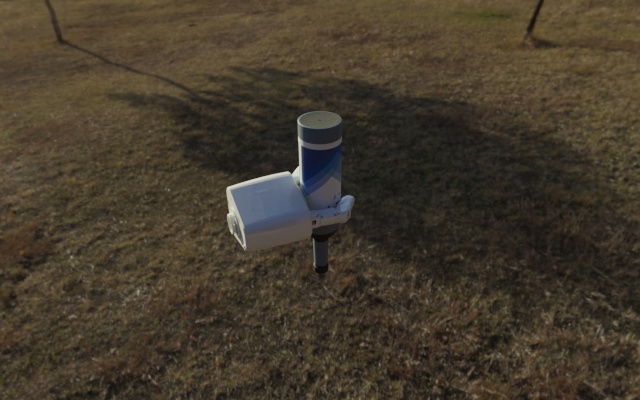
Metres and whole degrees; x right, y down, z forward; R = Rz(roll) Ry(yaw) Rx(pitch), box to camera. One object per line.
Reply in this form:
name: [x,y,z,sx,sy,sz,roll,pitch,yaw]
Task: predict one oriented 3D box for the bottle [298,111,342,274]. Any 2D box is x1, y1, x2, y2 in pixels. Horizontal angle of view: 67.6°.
bottle: [0.000,0.002,0.792,0.069,0.296,0.069,0,33,0]
